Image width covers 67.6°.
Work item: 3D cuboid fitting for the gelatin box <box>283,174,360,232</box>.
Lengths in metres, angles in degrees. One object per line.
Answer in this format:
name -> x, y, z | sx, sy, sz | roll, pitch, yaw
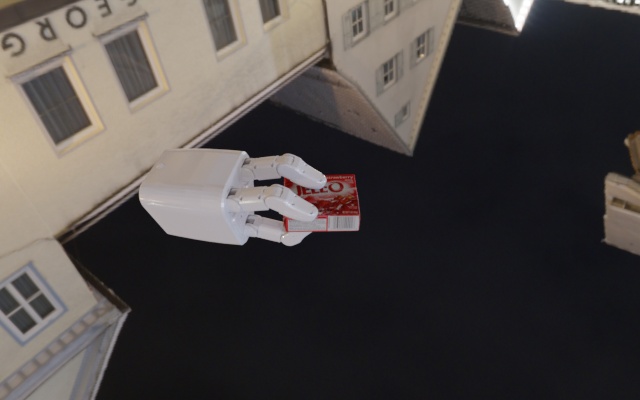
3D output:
gelatin box -> 0.000, 0.002, 0.575 | 0.089, 0.030, 0.073 | -1, 43, -2
